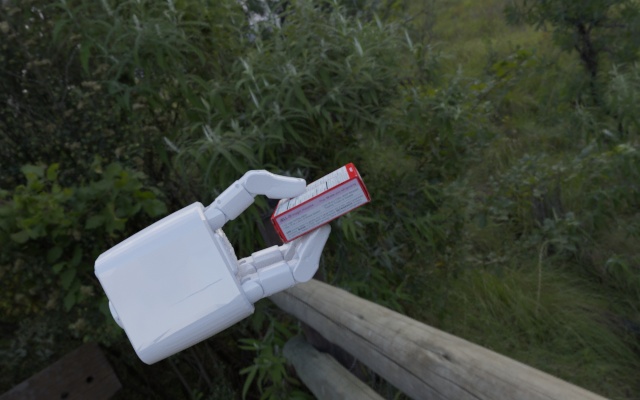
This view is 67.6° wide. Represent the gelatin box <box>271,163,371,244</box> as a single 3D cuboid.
[{"bbox_3d":[0.000,0.001,0.454,0.089,0.030,0.073,-28,11,6],"label":"gelatin box"}]
